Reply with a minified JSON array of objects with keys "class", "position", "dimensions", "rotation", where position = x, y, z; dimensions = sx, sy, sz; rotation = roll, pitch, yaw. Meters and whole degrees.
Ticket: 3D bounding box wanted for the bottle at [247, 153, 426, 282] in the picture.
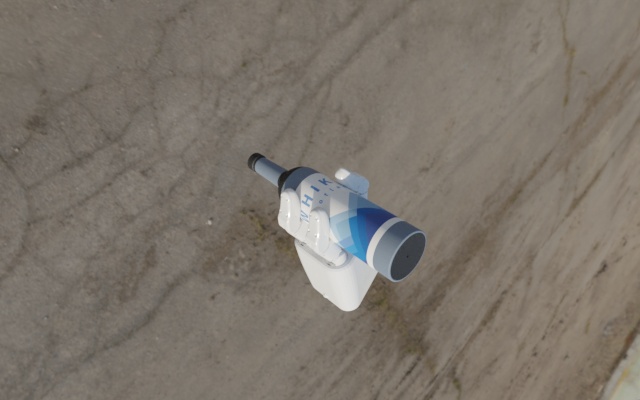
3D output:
[{"class":"bottle","position":[0.000,0.002,0.628],"dimensions":[0.295,0.069,0.069],"rotation":[32,21,38]}]
